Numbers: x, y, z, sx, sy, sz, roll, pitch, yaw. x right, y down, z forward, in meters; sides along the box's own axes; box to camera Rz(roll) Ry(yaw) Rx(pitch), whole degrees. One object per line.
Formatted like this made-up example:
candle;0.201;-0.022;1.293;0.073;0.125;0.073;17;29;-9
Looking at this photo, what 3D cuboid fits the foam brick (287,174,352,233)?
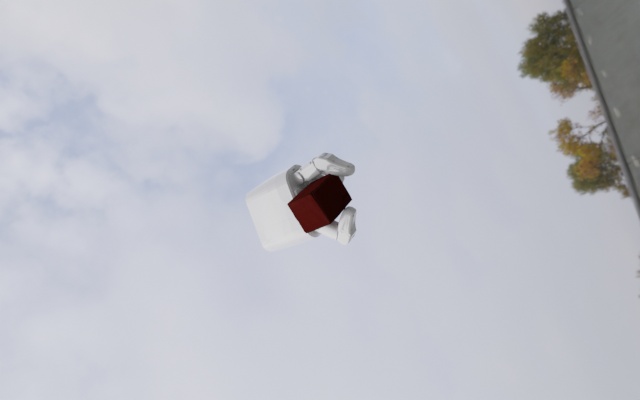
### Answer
foam brick;0.000;0.002;0.690;0.051;0.053;0.078;-23;13;37
